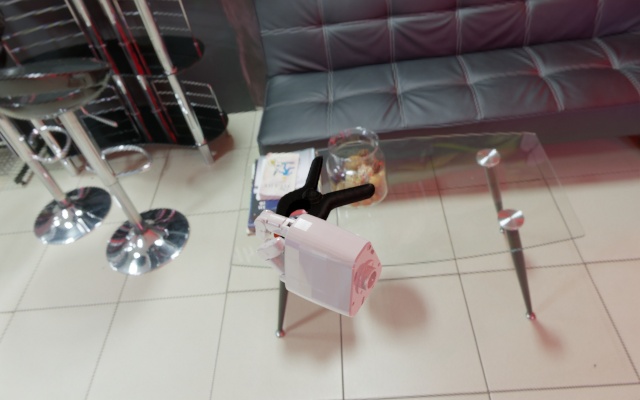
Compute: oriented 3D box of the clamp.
[{"bbox_3d":[0.000,0.002,0.723,0.120,0.039,0.171,20,53,27],"label":"clamp"}]
